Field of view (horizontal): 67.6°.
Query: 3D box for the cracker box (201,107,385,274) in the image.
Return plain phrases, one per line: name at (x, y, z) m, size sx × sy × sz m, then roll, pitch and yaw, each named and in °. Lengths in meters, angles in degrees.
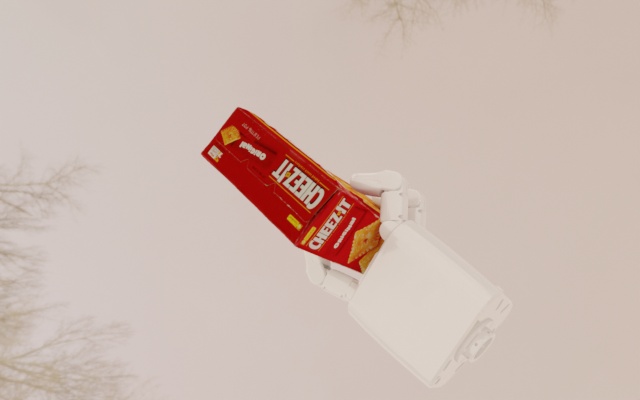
cracker box at (0.000, 0.002, 0.520) m, size 0.164 × 0.072 × 0.214 m, roll 40°, pitch 4°, yaw 35°
